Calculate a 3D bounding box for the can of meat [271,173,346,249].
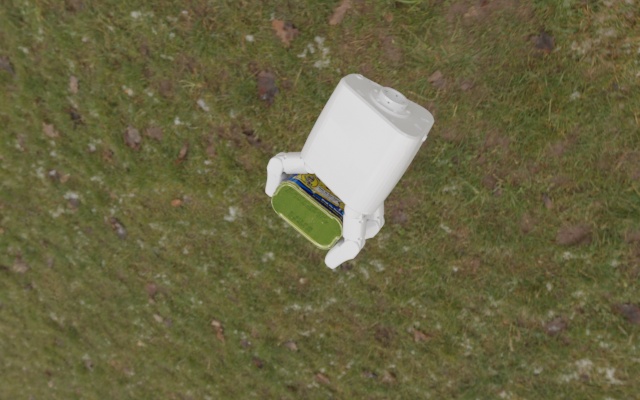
[{"bbox_3d":[0.000,0.002,0.594,0.102,0.057,0.084,38,36,6],"label":"can of meat"}]
